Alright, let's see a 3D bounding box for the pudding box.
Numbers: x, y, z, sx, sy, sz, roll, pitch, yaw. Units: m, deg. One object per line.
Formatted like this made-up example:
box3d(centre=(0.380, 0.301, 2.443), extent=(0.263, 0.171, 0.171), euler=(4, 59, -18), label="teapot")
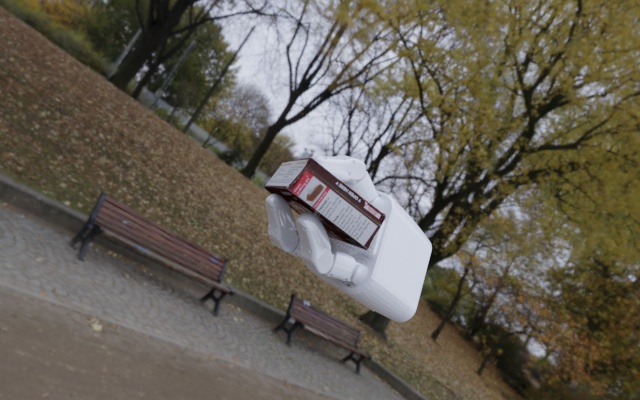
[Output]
box3d(centre=(0.000, 0.001, 0.450), extent=(0.090, 0.039, 0.113), euler=(36, -10, -14), label="pudding box")
